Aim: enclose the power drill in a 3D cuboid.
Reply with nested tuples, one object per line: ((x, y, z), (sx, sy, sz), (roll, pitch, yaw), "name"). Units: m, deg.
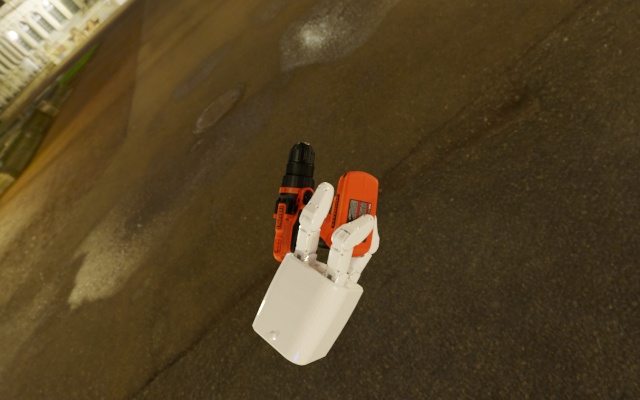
((0.000, 0.002, 0.662), (0.057, 0.184, 0.187), (8, -5, -31), "power drill")
